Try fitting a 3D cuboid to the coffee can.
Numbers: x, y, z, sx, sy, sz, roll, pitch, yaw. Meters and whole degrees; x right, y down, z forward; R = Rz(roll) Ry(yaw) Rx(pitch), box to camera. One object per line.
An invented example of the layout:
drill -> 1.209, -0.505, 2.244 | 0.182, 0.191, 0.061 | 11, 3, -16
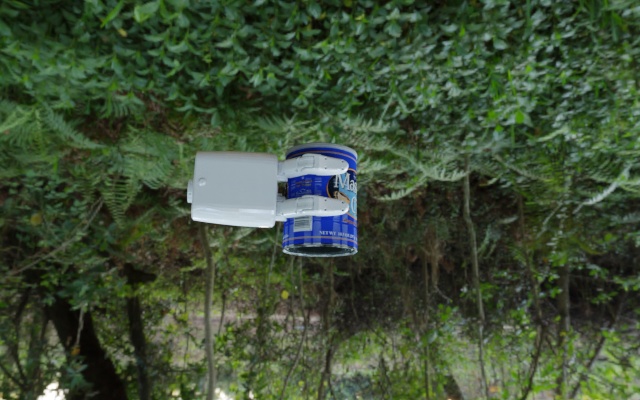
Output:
coffee can -> 0.000, 0.002, 0.667 | 0.103, 0.140, 0.103 | 1, -14, 0
